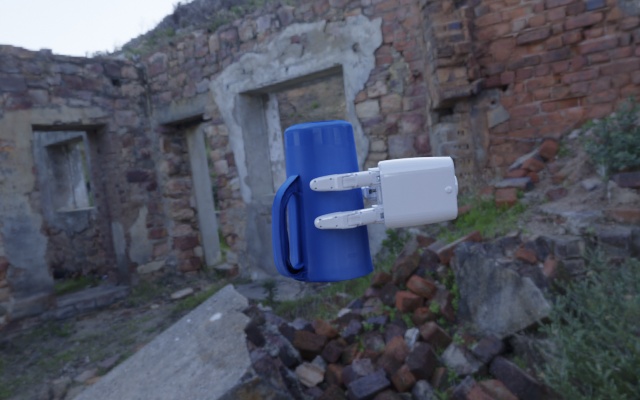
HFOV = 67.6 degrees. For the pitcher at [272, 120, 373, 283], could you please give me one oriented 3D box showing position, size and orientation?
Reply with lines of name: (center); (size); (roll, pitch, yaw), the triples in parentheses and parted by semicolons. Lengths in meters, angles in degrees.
pitcher: (0.000, 0.002, 0.746); (0.145, 0.243, 0.149); (-6, 4, 3)
